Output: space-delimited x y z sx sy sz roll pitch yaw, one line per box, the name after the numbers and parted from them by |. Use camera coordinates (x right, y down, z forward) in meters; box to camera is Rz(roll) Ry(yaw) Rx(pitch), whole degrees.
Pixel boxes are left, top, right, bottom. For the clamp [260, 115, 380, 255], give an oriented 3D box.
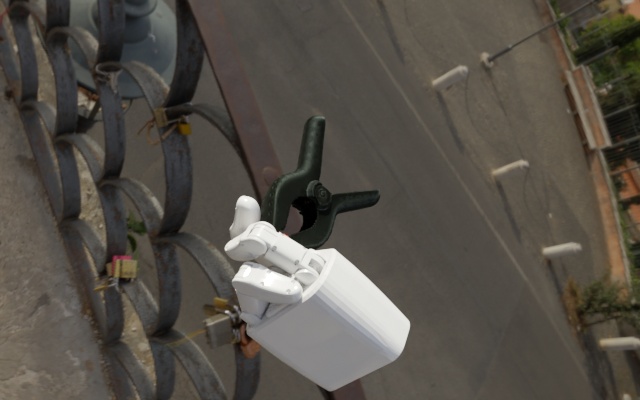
0.000 0.001 0.489 0.120 0.171 0.039 41 -37 -14 | clamp
